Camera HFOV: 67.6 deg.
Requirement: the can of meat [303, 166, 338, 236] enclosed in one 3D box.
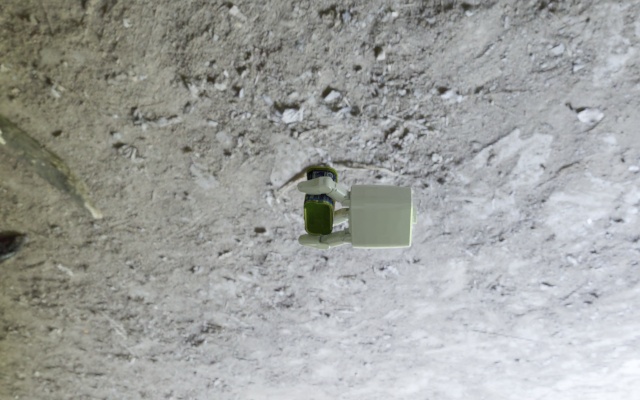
[{"bbox_3d":[0.000,0.003,0.866,0.057,0.083,0.102,3,-40,4],"label":"can of meat"}]
